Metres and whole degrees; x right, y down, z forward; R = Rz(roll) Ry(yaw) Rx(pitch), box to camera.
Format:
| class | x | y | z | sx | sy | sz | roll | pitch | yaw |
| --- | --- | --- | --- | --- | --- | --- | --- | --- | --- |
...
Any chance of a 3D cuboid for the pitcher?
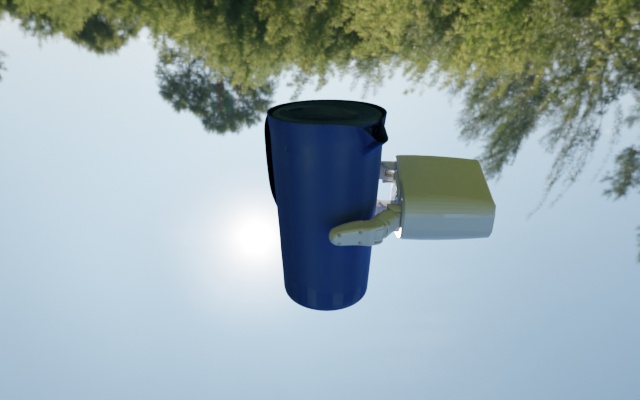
| class | x | y | z | sx | sy | sz | roll | pitch | yaw |
| --- | --- | --- | --- | --- | --- | --- | --- | --- | --- |
| pitcher | 0.000 | 0.002 | 0.581 | 0.145 | 0.243 | 0.149 | 0 | 23 | 0 |
